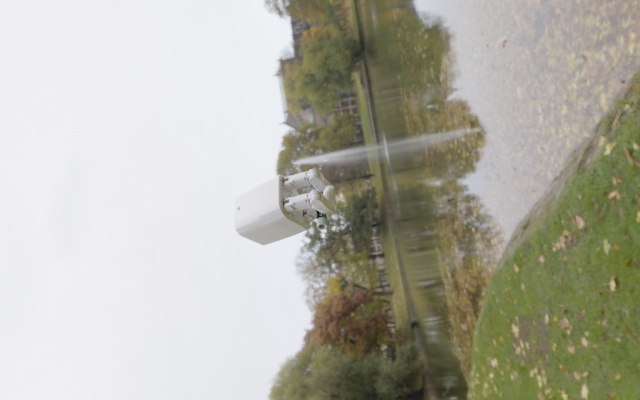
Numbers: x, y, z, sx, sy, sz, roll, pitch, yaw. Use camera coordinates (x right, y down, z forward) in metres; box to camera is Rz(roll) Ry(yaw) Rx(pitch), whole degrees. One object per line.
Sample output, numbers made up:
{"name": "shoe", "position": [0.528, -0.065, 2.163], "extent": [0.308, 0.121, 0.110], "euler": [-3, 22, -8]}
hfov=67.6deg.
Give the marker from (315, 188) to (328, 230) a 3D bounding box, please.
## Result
{"name": "marker", "position": [0.000, 0.003, 0.887], "extent": [0.020, 0.121, 0.020], "euler": [-2, -43, -2]}
